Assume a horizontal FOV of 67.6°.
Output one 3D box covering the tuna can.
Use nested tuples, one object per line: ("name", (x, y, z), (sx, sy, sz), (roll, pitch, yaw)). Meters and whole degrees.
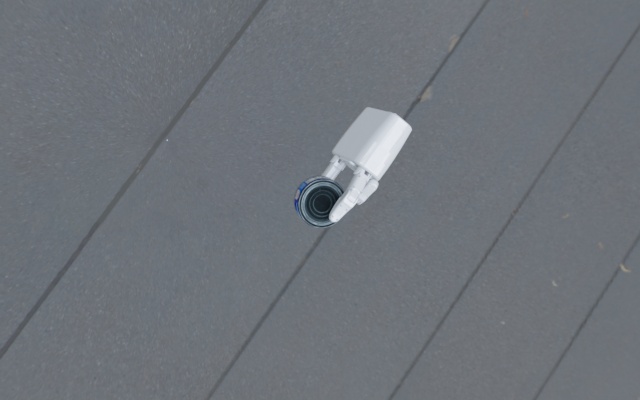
("tuna can", (0.000, 0.003, 0.804), (0.086, 0.086, 0.033), (0, 12, -15))
